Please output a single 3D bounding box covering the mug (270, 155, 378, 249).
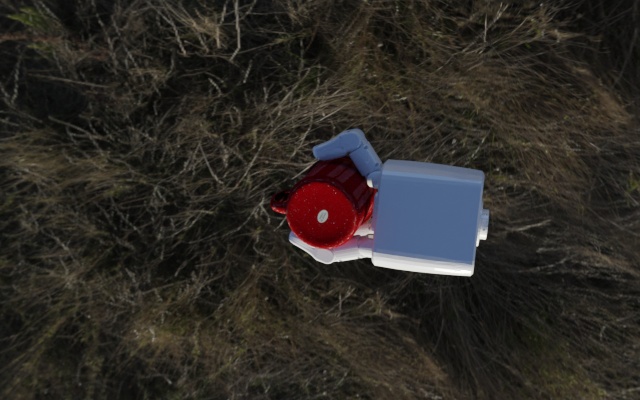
[{"bbox_3d":[-0.001,0.002,0.533,0.117,0.093,0.081,5,19,16],"label":"mug"}]
